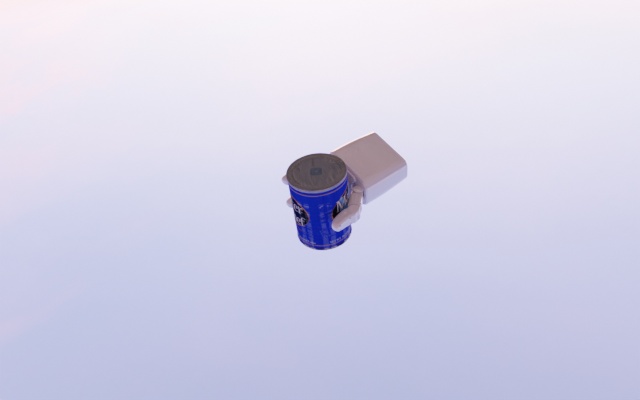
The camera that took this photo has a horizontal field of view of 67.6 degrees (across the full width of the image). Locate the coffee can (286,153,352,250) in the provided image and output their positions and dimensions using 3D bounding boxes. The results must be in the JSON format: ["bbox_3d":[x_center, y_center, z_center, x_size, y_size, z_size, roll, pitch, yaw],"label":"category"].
[{"bbox_3d":[0.000,0.003,0.839,0.103,0.140,0.102,-4,41,4],"label":"coffee can"}]
